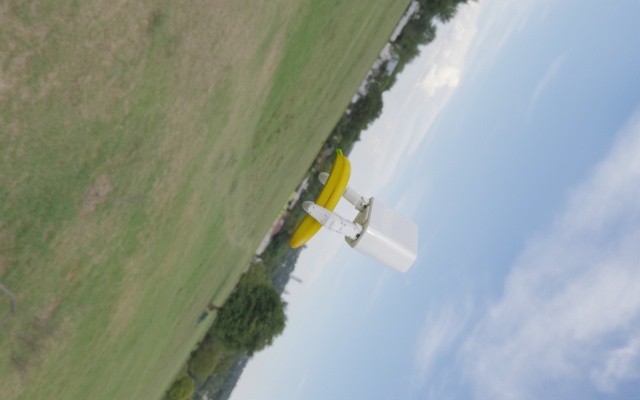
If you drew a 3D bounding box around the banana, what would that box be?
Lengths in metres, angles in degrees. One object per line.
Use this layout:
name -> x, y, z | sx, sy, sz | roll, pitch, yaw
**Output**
banana -> 0.007, 0.001, 0.836 | 0.037, 0.198, 0.069 | 30, -5, -15
